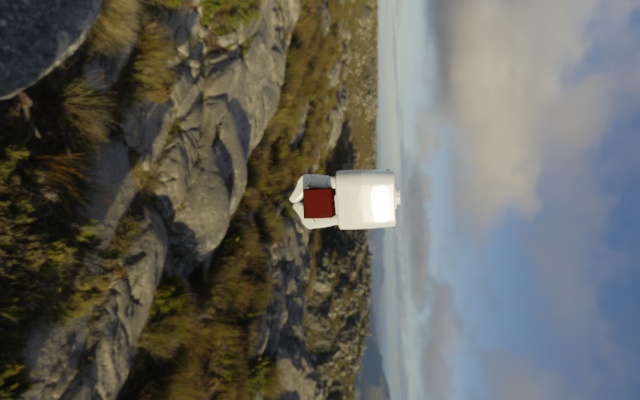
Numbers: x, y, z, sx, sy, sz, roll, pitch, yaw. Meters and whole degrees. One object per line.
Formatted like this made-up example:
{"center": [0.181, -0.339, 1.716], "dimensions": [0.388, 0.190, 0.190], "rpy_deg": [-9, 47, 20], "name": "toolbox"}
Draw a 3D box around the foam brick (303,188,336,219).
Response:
{"center": [0.000, 0.003, 0.872], "dimensions": [0.051, 0.053, 0.078], "rpy_deg": [-2, 5, 9], "name": "foam brick"}
